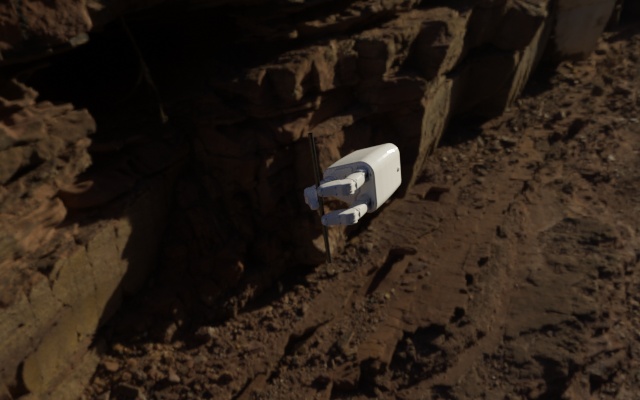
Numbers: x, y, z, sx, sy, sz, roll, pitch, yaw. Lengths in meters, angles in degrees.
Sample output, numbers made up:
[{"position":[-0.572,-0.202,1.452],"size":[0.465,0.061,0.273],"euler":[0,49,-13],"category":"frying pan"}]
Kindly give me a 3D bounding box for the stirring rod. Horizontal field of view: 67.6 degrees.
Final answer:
[{"position":[0.000,0.003,0.797],"size":[0.011,0.240,0.011],"euler":[-7,26,3],"category":"stirring rod"}]
